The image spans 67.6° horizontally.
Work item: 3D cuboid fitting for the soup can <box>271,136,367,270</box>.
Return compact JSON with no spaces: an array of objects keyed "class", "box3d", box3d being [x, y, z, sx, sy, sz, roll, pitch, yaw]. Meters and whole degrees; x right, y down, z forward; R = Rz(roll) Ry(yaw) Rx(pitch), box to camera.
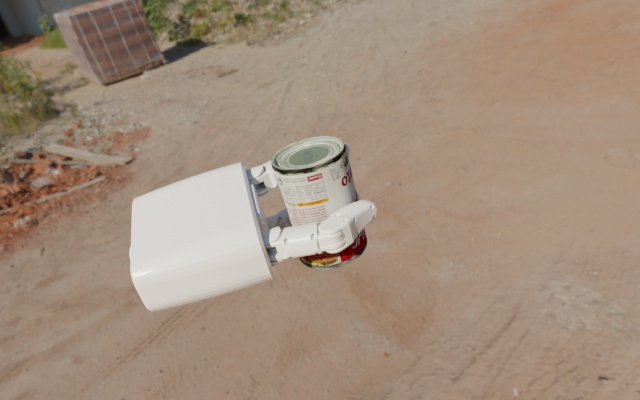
[{"class":"soup can","box3d":[0.001,0.001,0.432,0.068,0.102,0.068,-11,29,6]}]
